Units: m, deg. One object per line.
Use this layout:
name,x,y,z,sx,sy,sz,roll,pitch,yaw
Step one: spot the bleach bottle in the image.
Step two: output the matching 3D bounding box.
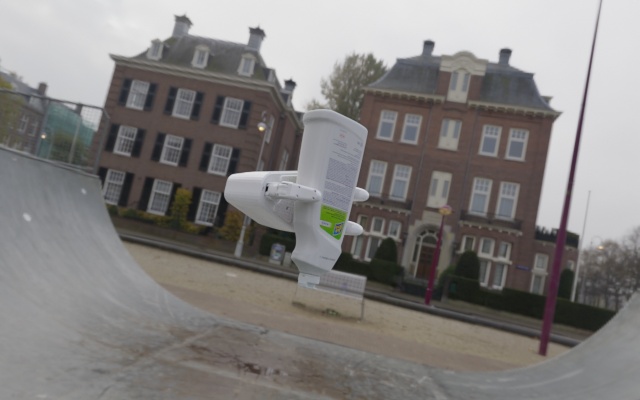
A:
bleach bottle,0.000,0.002,0.701,0.102,0.251,0.068,18,-9,-40
